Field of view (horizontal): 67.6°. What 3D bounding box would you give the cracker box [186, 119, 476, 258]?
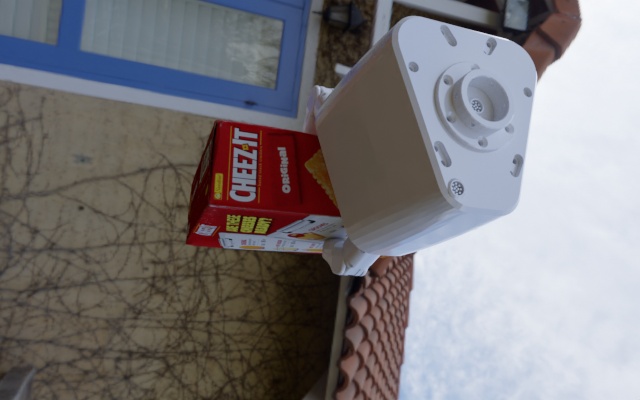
[{"bbox_3d":[0.000,0.002,0.421,0.214,0.072,0.164,6,-17,-19],"label":"cracker box"}]
